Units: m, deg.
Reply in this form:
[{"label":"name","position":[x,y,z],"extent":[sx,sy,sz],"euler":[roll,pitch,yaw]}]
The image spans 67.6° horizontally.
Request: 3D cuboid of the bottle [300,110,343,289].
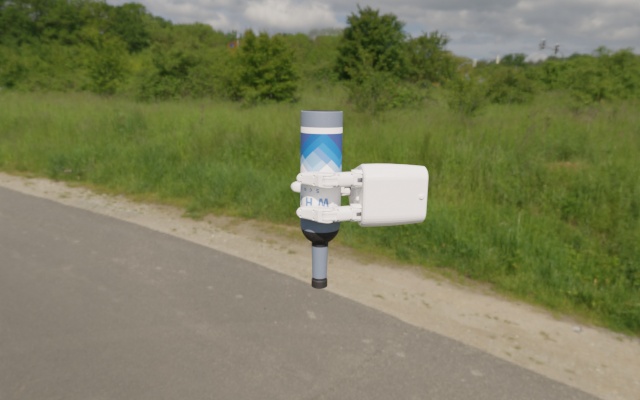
[{"label":"bottle","position":[0.000,0.002,0.785],"extent":[0.069,0.296,0.069],"euler":[1,13,0]}]
